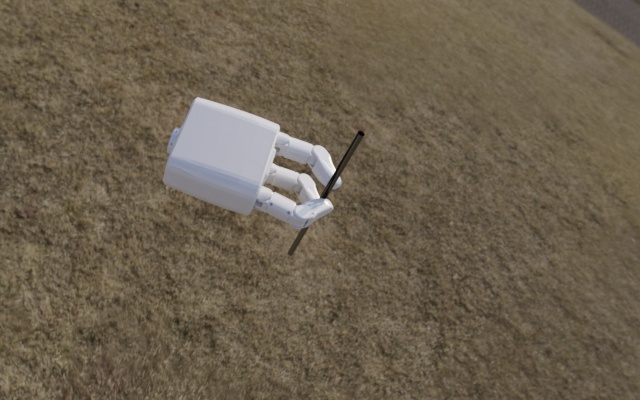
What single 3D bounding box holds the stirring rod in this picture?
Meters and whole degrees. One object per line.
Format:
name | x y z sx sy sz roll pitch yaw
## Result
stirring rod | 0.000 0.002 0.592 0.011 0.011 0.240 0 -37 -27
